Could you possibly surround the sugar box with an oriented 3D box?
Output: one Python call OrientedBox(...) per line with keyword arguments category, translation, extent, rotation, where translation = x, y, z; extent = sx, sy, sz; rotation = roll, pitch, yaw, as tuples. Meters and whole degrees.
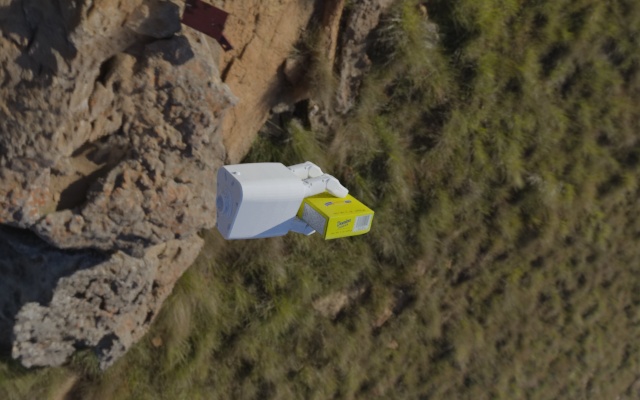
OrientedBox(category="sugar box", translation=(0.000, 0.002, 0.817), extent=(0.093, 0.048, 0.176), rotation=(-6, 30, -35))
